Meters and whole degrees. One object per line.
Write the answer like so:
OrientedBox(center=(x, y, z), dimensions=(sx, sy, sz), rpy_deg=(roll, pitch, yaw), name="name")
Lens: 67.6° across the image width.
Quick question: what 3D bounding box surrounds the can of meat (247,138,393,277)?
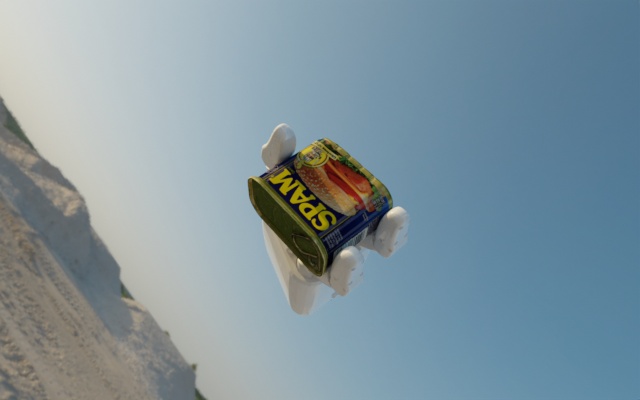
OrientedBox(center=(0.000, 0.001, 0.421), dimensions=(0.084, 0.102, 0.057), rpy_deg=(-35, -26, -24), name="can of meat")
